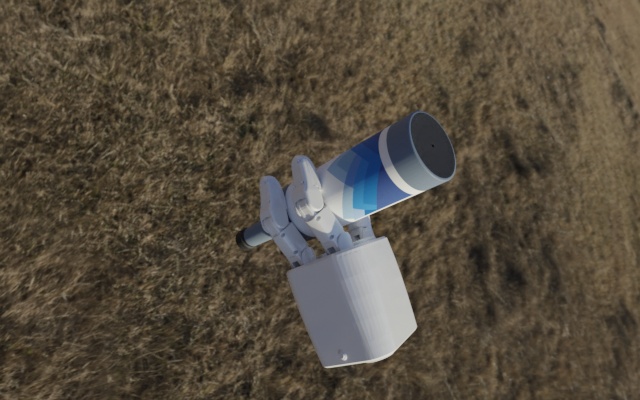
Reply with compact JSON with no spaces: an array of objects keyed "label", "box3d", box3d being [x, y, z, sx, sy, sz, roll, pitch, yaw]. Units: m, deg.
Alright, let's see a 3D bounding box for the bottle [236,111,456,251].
[{"label":"bottle","box3d":[0.000,0.001,0.509,0.069,0.069,0.296,0,-20,-44]}]
